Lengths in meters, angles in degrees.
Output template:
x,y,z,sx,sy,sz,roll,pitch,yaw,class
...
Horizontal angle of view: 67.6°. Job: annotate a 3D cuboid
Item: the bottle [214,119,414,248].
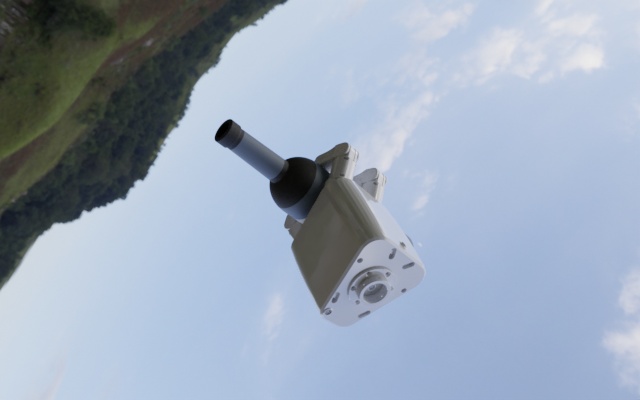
x,y,z,sx,sy,sz,roll,pitch,yaw,class
0.000,0.002,0.559,0.296,0.069,0.069,37,-23,-35,bottle
